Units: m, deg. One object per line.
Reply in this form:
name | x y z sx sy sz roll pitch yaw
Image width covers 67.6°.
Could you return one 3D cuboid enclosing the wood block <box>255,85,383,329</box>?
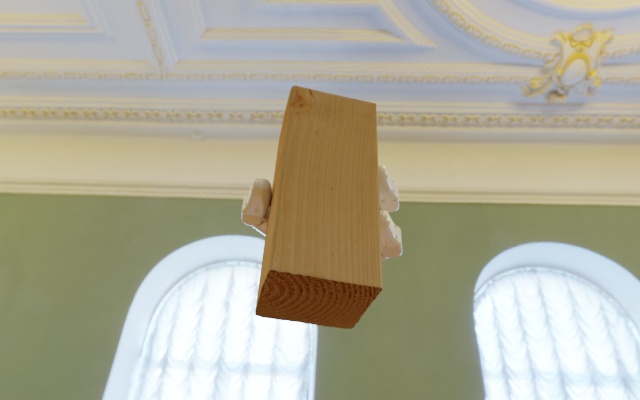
wood block | 0.000 0.002 0.448 0.091 0.206 0.090 10 -37 -9
